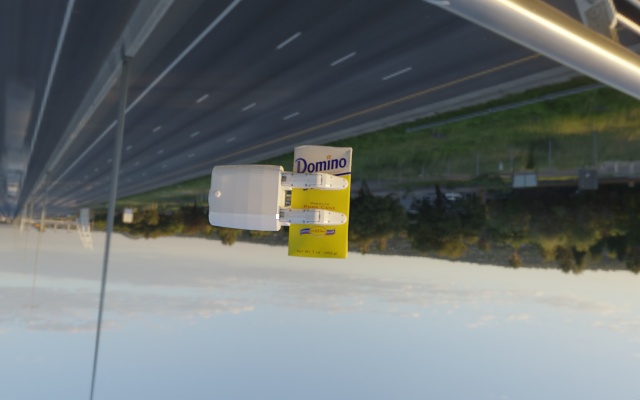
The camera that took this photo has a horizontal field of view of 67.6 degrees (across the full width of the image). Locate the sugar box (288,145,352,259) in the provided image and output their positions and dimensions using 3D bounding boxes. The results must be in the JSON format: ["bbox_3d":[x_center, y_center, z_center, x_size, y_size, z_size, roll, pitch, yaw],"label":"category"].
[{"bbox_3d":[0.000,0.003,0.756,0.093,0.176,0.048,2,-5,1],"label":"sugar box"}]
